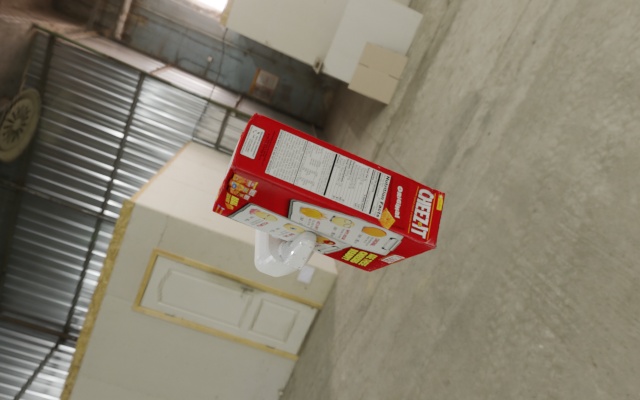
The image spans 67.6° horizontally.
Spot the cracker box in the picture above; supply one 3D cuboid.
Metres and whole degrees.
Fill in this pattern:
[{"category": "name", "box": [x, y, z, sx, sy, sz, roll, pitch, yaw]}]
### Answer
[{"category": "cracker box", "box": [0.000, 0.002, 0.525, 0.214, 0.072, 0.164, 21, -22, -12]}]
